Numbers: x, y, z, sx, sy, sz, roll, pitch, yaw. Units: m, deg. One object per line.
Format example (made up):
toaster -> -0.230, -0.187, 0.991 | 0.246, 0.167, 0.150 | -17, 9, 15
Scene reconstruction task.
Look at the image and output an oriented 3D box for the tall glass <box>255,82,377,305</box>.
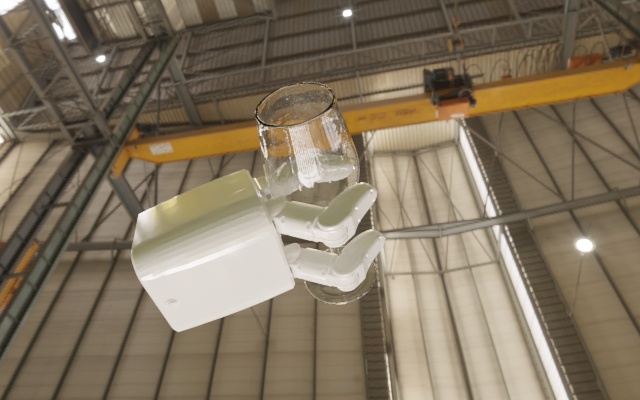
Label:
tall glass -> 0.000, 0.002, 0.418 | 0.079, 0.201, 0.079 | -8, 41, 7
